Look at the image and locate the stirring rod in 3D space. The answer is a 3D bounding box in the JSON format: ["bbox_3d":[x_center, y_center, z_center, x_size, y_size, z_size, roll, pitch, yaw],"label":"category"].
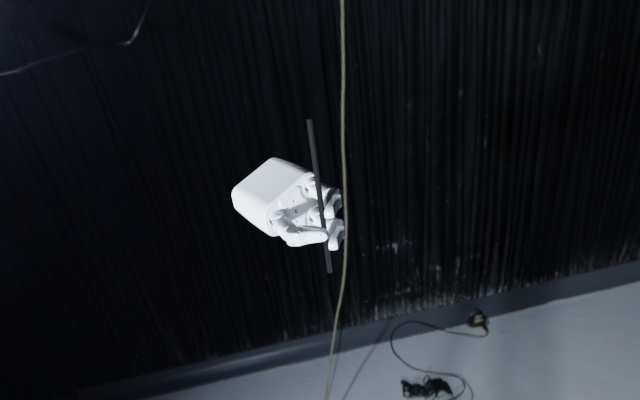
[{"bbox_3d":[0.000,0.002,0.649,0.011,0.240,0.011,-6,30,3],"label":"stirring rod"}]
